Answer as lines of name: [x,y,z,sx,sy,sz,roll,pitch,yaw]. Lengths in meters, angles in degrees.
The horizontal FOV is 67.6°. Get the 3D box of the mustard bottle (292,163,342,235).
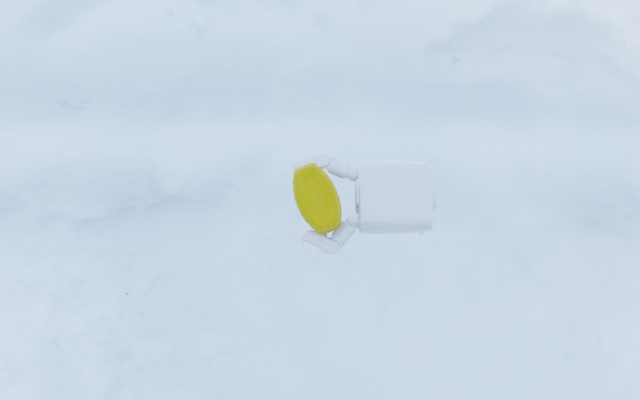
mustard bottle: [0.000,0.002,0.727,0.058,0.096,0.191,-25,-4,1]
